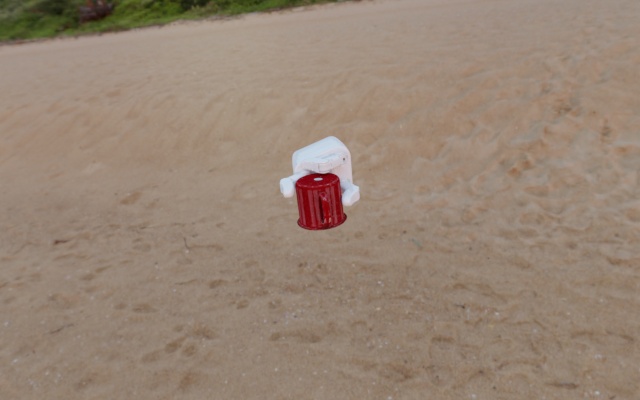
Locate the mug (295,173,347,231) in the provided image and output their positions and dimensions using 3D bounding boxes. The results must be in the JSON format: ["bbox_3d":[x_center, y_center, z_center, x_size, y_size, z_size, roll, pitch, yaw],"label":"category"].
[{"bbox_3d":[0.000,0.003,0.857,0.093,0.081,0.117,-9,21,-5],"label":"mug"}]
